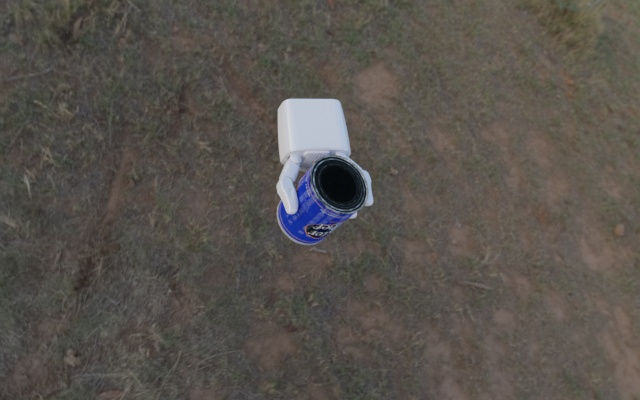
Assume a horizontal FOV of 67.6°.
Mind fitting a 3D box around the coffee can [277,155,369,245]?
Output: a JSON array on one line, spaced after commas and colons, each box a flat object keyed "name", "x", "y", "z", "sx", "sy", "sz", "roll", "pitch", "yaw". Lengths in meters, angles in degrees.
[{"name": "coffee can", "x": 0.000, "y": 0.003, "z": 0.793, "sx": 0.103, "sy": 0.102, "sz": 0.140, "roll": 0, "pitch": -24, "yaw": -29}]
